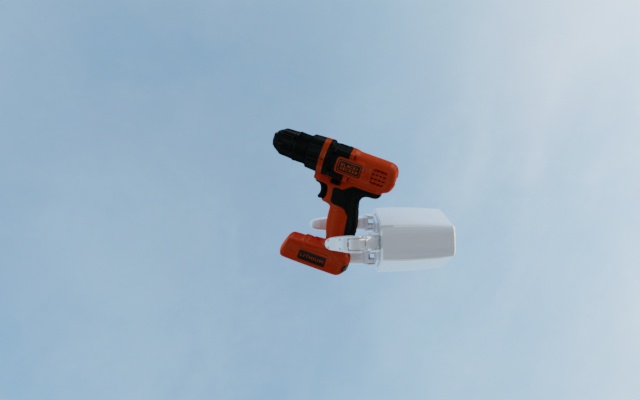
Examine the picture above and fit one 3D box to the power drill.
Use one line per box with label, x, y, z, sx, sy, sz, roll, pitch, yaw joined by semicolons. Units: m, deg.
power drill;0.000;0.003;0.694;0.184;0.188;0.057;20;21;8
